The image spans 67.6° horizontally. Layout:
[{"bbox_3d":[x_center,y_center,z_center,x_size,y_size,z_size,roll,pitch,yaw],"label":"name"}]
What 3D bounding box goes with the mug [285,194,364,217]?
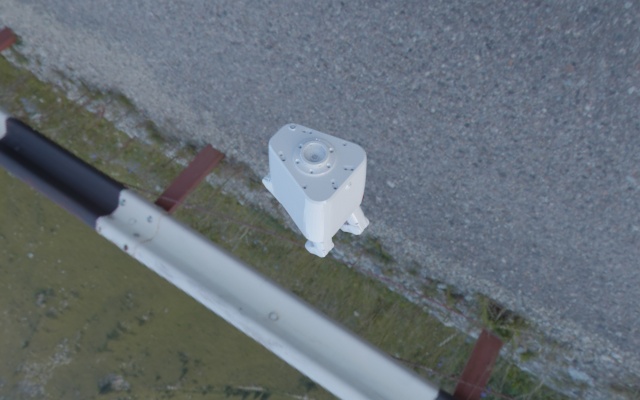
[{"bbox_3d":[0.000,0.003,0.688,0.093,0.081,0.117,36,-22,16],"label":"mug"}]
